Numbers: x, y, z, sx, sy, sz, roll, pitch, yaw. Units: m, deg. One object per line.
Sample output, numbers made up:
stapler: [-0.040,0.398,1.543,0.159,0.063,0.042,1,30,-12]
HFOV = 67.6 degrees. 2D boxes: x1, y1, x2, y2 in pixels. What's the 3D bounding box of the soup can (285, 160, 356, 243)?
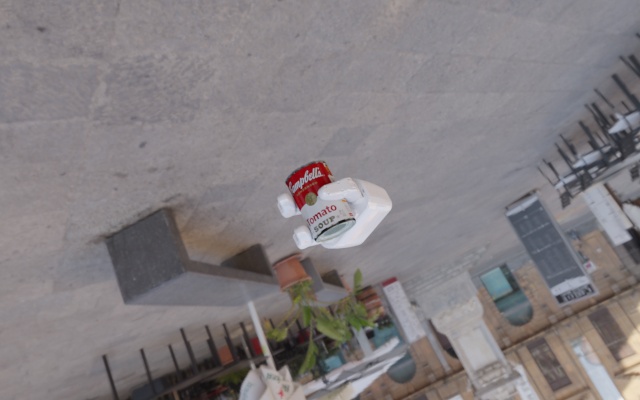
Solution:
soup can: [0.000,0.002,0.695,0.068,0.102,0.068,-24,-18,-8]
